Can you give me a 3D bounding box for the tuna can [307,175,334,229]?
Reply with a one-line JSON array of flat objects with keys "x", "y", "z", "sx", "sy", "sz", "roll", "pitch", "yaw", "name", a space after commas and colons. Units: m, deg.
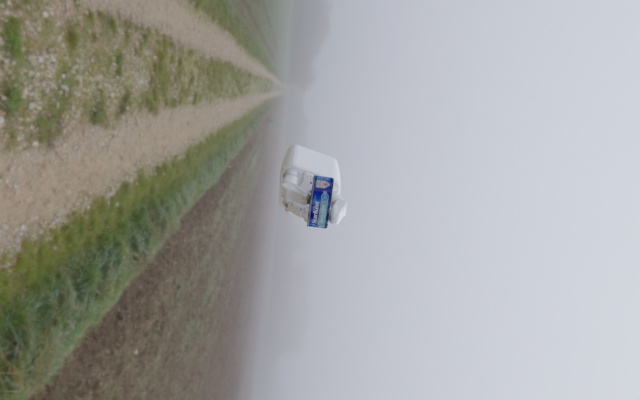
[{"x": 0.001, "y": 0.003, "z": 0.777, "sx": 0.034, "sy": 0.086, "sz": 0.086, "roll": 8, "pitch": 0, "yaw": 0, "name": "tuna can"}]
